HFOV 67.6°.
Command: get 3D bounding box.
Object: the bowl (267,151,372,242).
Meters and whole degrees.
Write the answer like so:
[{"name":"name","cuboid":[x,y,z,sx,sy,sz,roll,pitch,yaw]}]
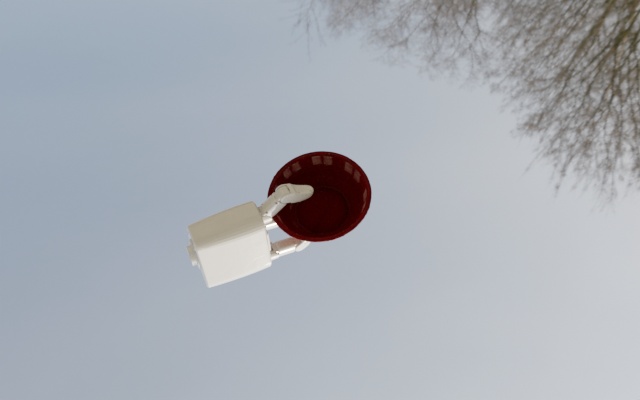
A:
[{"name":"bowl","cuboid":[0.001,0.002,0.756,0.162,0.162,0.055,0,-29,7]}]
